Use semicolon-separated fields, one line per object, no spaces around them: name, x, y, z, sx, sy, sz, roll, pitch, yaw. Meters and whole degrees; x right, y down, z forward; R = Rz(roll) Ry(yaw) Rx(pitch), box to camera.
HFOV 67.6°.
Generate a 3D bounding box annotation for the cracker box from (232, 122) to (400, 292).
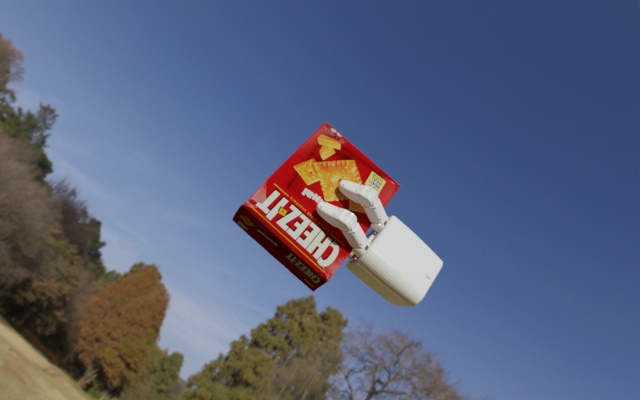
cracker box;0.000;0.002;0.735;0.213;0.164;0.072;-49;0;-32
